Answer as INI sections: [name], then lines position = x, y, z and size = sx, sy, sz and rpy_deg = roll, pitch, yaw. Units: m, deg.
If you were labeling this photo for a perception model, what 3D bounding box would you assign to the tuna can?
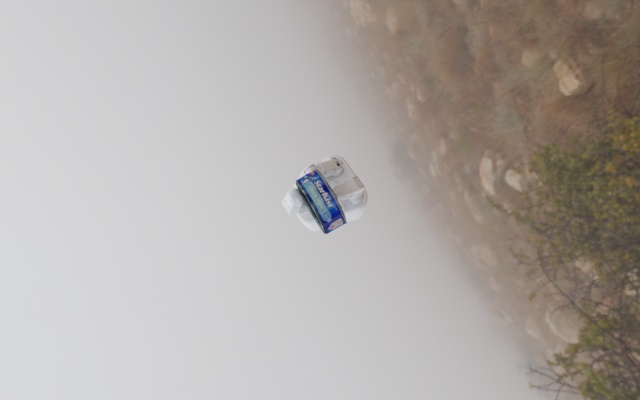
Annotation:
[tuna can]
position = 0.000, 0.002, 0.647
size = 0.034, 0.086, 0.086
rpy_deg = -30, 3, -6
